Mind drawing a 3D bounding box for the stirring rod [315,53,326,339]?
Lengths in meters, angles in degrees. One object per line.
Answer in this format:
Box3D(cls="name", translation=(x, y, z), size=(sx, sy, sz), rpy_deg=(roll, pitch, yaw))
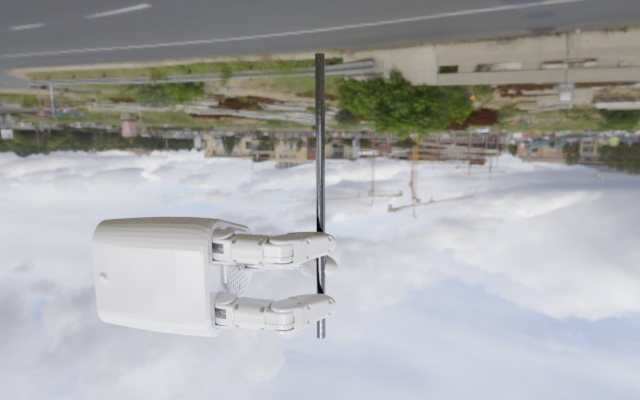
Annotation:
Box3D(cls="stirring rod", translation=(0.000, 0.001, 0.402), size=(0.011, 0.239, 0.011), rpy_deg=(0, 9, 0))
